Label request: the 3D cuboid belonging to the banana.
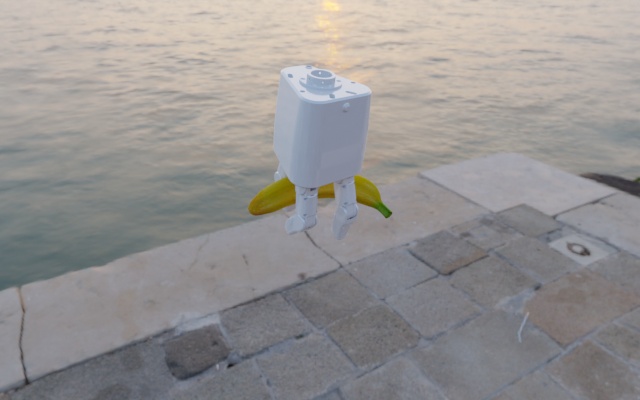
[{"bbox_3d":[-0.001,-0.011,0.641,0.198,0.037,0.069,0,43,-17],"label":"banana"}]
